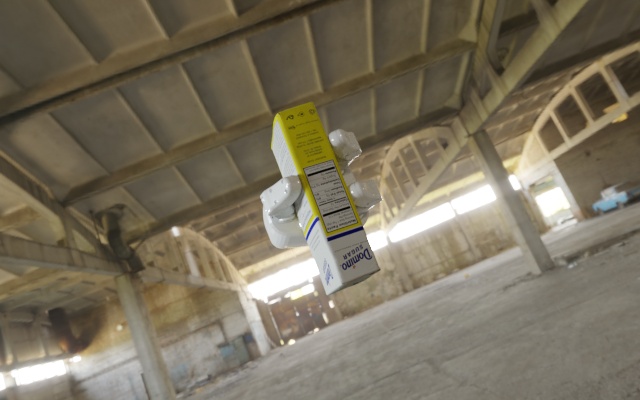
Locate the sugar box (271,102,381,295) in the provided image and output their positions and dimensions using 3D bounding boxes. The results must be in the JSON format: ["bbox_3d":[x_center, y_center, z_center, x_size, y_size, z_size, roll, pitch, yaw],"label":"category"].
[{"bbox_3d":[0.001,0.001,0.480,0.048,0.176,0.093,-21,-12,-13],"label":"sugar box"}]
